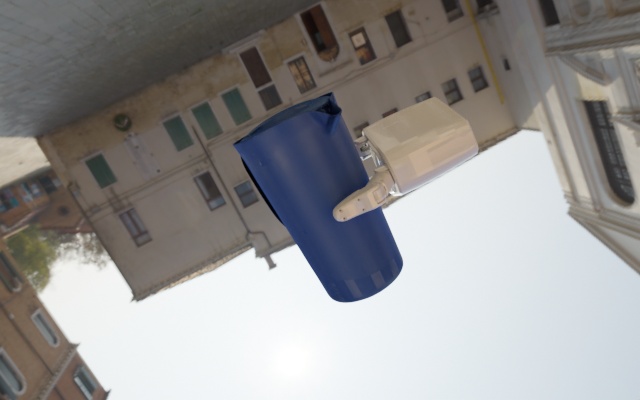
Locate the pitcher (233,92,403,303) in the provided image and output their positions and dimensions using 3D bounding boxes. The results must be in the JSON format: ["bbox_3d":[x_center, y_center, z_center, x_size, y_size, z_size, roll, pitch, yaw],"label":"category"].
[{"bbox_3d":[0.000,0.002,0.598,0.145,0.243,0.149,-27,14,2],"label":"pitcher"}]
